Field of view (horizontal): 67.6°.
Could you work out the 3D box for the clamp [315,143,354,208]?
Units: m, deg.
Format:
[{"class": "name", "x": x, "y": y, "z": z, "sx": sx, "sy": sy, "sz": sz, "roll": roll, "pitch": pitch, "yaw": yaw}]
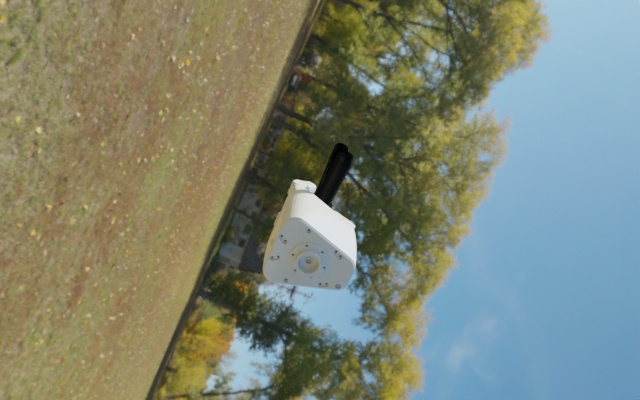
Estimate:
[{"class": "clamp", "x": 0.001, "y": 0.003, "z": 0.758, "sx": 0.036, "sy": 0.210, "sz": 0.164, "roll": 24, "pitch": 17, "yaw": -3}]
